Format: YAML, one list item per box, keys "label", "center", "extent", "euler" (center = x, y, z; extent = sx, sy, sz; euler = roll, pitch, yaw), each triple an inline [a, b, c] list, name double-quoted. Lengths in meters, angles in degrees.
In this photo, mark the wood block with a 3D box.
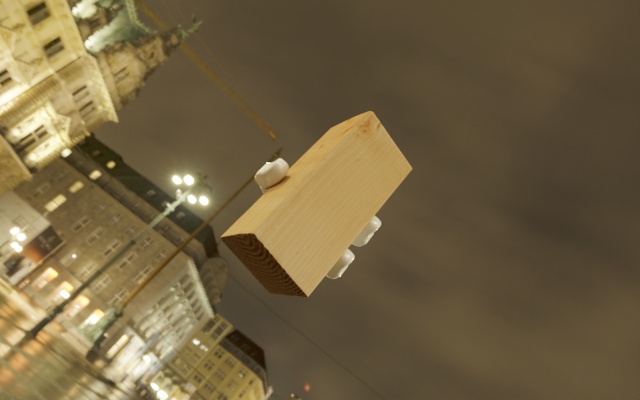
- label: "wood block"
  center: [0.000, 0.002, 0.545]
  extent: [0.206, 0.091, 0.090]
  euler: [-48, 19, -28]
